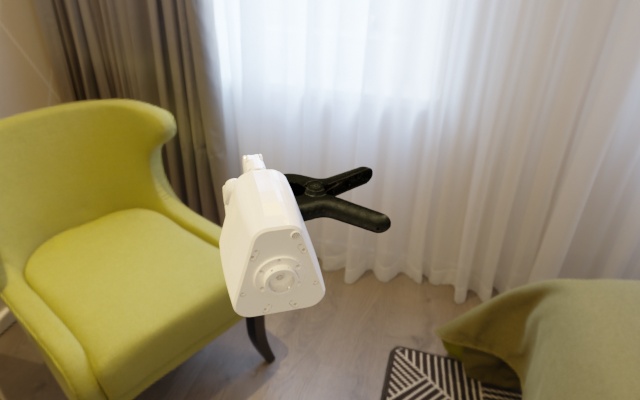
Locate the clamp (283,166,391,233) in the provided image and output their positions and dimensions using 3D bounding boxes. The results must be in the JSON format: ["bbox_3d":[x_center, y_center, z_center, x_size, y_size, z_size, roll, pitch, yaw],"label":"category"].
[{"bbox_3d":[0.000,0.001,0.574,0.171,0.039,0.120,-7,32,-14],"label":"clamp"}]
